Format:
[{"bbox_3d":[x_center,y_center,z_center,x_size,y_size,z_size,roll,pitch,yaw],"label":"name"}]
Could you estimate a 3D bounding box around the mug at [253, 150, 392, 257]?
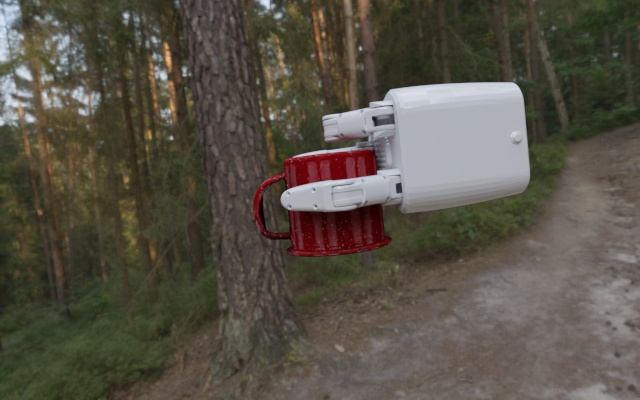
[{"bbox_3d":[-0.001,0.001,0.415,0.117,0.081,0.093,-7,4,-8],"label":"mug"}]
